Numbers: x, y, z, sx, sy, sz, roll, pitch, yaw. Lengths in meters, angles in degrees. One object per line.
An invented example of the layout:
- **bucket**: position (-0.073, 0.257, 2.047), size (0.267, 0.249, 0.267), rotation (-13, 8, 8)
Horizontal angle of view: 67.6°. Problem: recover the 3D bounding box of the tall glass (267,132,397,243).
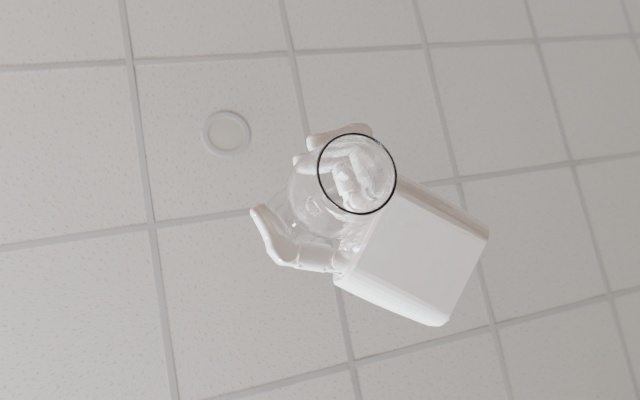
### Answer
- **tall glass**: position (0.000, 0.002, 0.435), size (0.079, 0.079, 0.201), rotation (0, -12, -16)
